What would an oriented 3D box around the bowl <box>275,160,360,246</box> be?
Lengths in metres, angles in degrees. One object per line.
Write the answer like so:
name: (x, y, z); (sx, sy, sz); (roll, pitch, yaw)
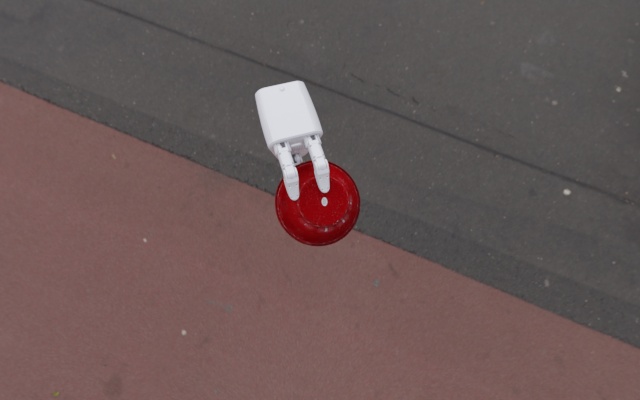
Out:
bowl: (0.001, 0.004, 0.862); (0.162, 0.162, 0.055); (0, -4, -10)
